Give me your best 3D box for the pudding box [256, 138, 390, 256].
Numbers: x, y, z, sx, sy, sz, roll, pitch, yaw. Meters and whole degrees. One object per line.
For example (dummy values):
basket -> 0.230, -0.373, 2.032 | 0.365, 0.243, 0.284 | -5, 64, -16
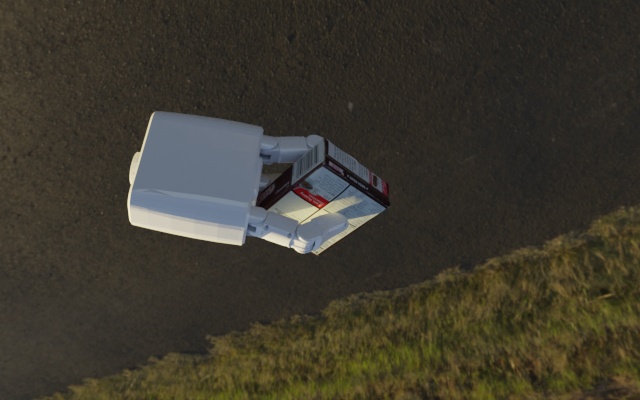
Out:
pudding box -> 0.000, 0.002, 0.485 | 0.090, 0.039, 0.113 | 32, -49, -28
